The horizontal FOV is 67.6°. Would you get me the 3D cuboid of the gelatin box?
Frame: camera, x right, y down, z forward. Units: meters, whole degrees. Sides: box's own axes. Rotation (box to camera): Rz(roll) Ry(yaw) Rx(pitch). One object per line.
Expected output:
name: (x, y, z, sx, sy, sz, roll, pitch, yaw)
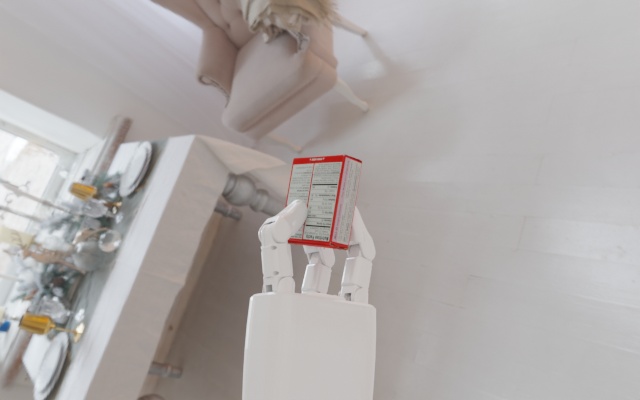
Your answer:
gelatin box: (0.000, 0.001, 0.472, 0.030, 0.089, 0.073, 16, -10, -43)
